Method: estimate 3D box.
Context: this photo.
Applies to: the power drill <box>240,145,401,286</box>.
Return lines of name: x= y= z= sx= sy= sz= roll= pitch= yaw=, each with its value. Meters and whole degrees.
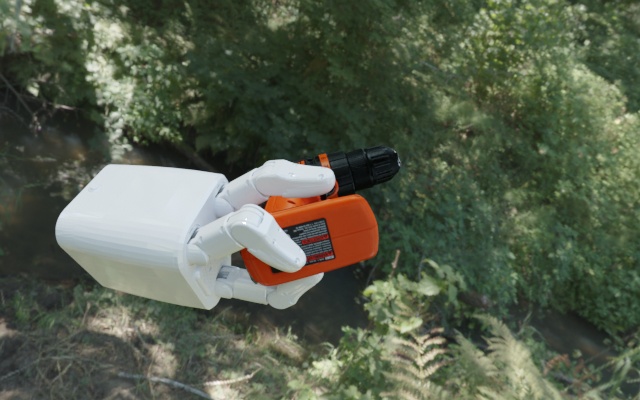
power drill: x=0.000 y=0.002 z=0.442 sx=0.184 sy=0.057 sz=0.187 roll=-17 pitch=17 yaw=1
